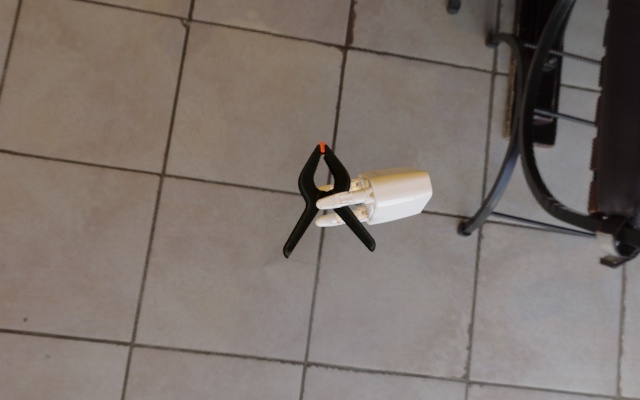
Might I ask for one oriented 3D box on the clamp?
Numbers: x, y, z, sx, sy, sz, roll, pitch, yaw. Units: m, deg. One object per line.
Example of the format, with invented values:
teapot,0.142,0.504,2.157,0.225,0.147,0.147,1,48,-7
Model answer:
clamp,0.000,0.002,0.850,0.164,0.210,0.036,-10,-6,-9
